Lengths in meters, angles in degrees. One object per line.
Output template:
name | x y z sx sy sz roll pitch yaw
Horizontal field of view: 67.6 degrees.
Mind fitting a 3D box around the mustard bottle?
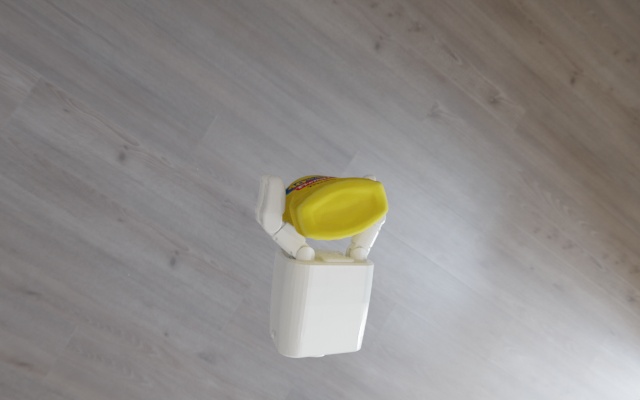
mustard bottle | 0.000 0.001 0.556 0.096 0.058 0.191 -18 8 -12
